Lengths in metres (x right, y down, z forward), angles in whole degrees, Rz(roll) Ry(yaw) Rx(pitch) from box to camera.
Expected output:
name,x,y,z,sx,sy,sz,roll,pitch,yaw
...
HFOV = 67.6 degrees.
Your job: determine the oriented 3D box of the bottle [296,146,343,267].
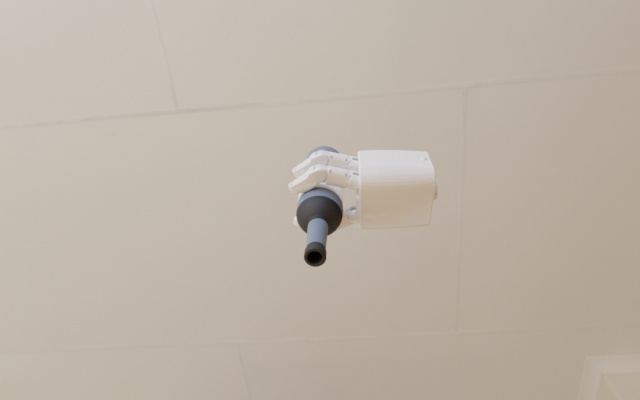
name,x,y,z,sx,sy,sz,roll,pitch,yaw
bottle,0.000,0.002,0.708,0.069,0.069,0.295,0,27,3
